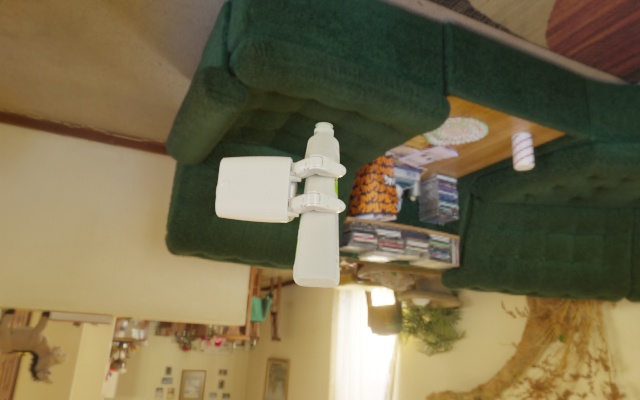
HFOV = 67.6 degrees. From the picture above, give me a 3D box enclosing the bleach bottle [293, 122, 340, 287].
[{"bbox_3d":[0.000,0.002,0.739,0.068,0.250,0.103,2,-17,3],"label":"bleach bottle"}]
